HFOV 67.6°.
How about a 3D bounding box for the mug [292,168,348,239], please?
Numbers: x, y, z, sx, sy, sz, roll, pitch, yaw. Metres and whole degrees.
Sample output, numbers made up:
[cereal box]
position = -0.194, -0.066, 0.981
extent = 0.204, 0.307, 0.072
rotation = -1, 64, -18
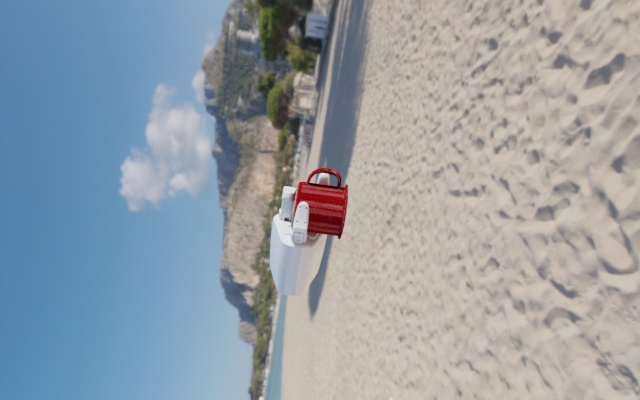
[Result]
[mug]
position = 0.000, 0.001, 0.785
extent = 0.081, 0.117, 0.093
rotation = 8, 24, -3
